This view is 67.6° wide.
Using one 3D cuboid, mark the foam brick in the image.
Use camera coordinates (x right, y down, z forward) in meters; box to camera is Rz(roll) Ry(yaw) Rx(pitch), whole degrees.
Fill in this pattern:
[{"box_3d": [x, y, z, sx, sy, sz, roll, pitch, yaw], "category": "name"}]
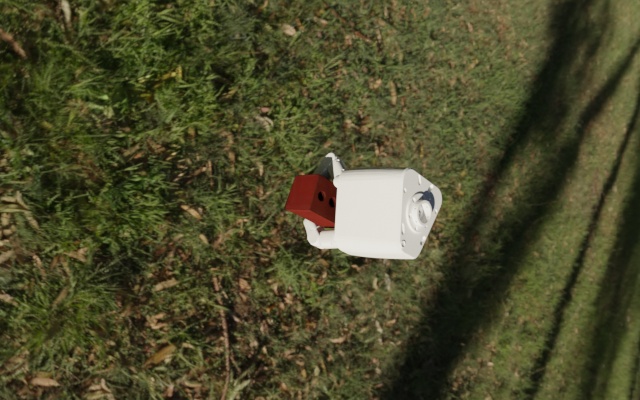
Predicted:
[{"box_3d": [0.000, 0.002, 0.666, 0.078, 0.053, 0.051, 28, -18, -39], "category": "foam brick"}]
